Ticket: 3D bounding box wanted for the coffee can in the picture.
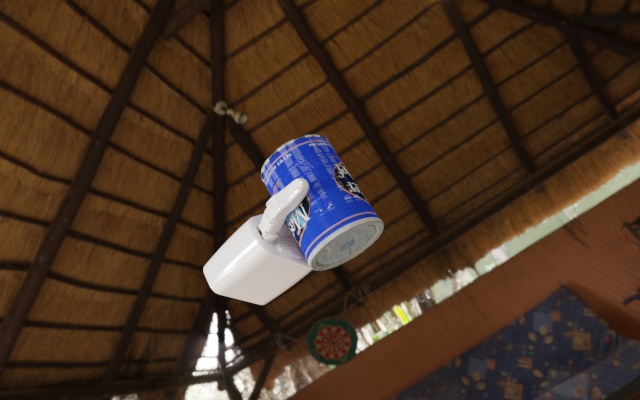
[{"bbox_3d":[0.000,0.002,0.603,0.103,0.140,0.103,-25,-25,-13],"label":"coffee can"}]
